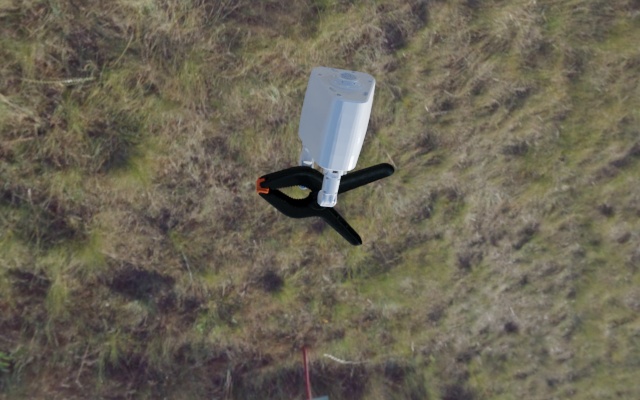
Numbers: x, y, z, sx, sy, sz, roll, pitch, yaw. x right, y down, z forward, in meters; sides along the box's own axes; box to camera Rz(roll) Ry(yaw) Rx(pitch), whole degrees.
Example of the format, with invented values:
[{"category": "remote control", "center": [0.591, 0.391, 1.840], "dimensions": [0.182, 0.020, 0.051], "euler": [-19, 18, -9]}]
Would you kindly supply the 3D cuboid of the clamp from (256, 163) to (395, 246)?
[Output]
[{"category": "clamp", "center": [0.000, 0.003, 0.770], "dimensions": [0.210, 0.165, 0.036], "euler": [5, 34, -10]}]
